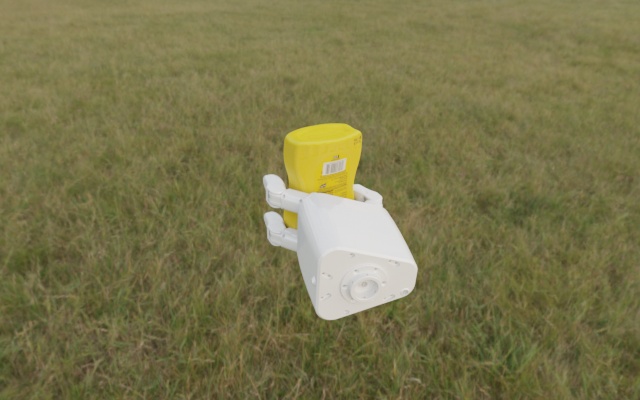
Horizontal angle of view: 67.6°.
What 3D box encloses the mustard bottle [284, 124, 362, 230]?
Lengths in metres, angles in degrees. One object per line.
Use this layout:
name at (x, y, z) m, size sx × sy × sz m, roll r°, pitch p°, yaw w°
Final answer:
mustard bottle at (0.000, 0.002, 0.612) m, size 0.096 × 0.192 × 0.058 m, roll -16°, pitch 34°, yaw -31°
